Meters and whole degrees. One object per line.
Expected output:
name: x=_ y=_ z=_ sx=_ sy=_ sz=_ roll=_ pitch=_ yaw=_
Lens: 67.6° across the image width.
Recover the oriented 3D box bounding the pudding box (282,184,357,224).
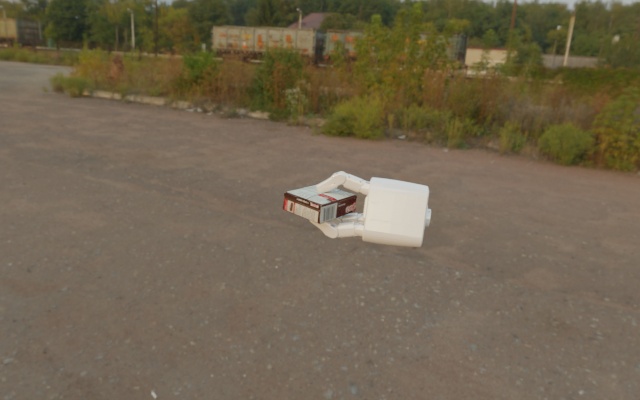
pudding box: x=0.000 y=0.003 z=0.884 sx=0.090 sy=0.039 sz=0.113 roll=19 pitch=20 yaw=34
